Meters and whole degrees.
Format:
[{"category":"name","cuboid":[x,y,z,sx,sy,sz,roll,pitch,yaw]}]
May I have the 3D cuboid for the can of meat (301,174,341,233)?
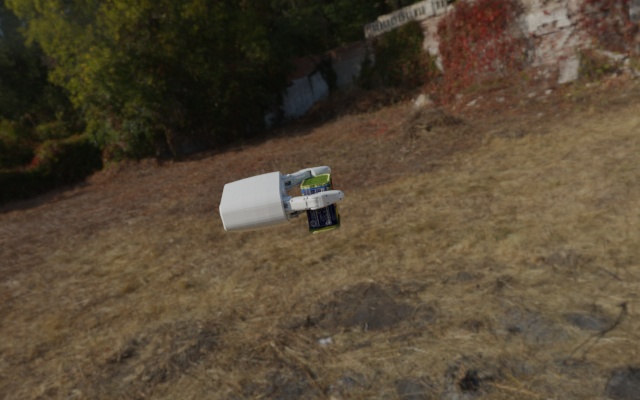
[{"category":"can of meat","cuboid":[0.000,0.002,0.851,0.057,0.084,0.102,-11,12,5]}]
